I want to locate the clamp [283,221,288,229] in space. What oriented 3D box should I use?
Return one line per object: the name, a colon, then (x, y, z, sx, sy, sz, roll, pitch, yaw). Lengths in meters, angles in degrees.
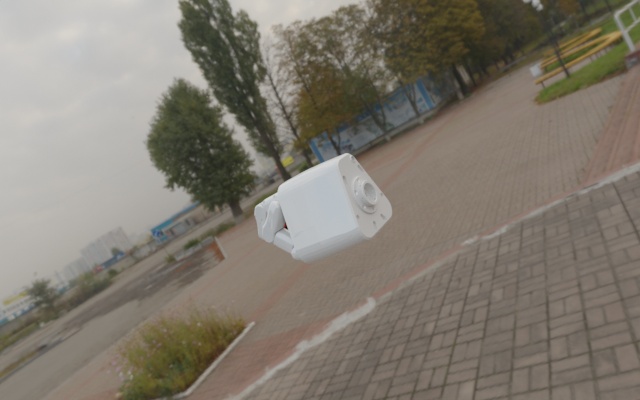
clamp: (0.000, 0.002, 0.726, 0.120, 0.039, 0.171, -24, 9, 38)
